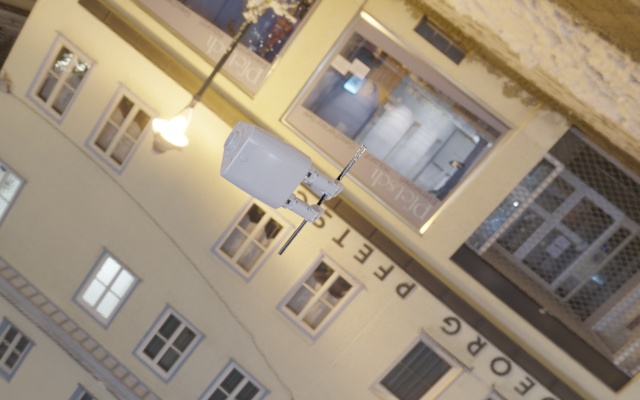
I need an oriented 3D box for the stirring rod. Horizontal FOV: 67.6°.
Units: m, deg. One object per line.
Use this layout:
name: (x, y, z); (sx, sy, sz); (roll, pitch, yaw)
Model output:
stirring rod: (0.000, 0.003, 0.808); (0.011, 0.239, 0.011); (35, 15, -11)
